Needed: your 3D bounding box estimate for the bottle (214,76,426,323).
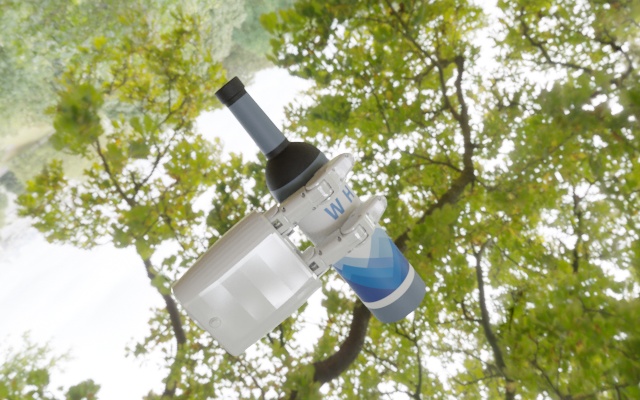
[{"bbox_3d":[0.000,0.002,0.487,0.069,0.296,0.069,-35,18,13],"label":"bottle"}]
